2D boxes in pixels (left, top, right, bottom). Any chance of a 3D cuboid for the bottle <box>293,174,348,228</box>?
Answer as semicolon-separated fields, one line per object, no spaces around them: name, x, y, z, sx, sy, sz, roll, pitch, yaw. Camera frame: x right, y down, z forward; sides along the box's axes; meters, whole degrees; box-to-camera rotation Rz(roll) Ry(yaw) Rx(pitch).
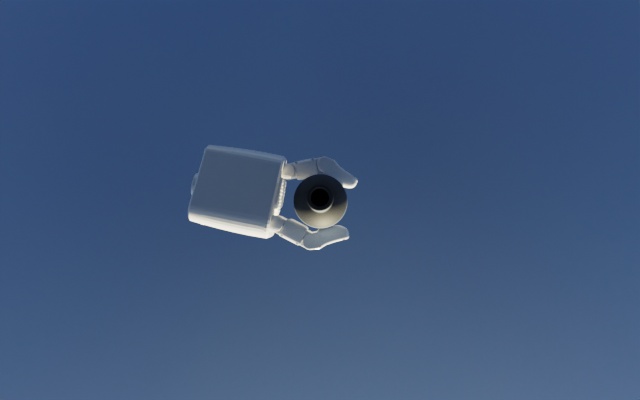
bottle;0.000;0.002;0.621;0.069;0.069;0.296;0;-2;0
